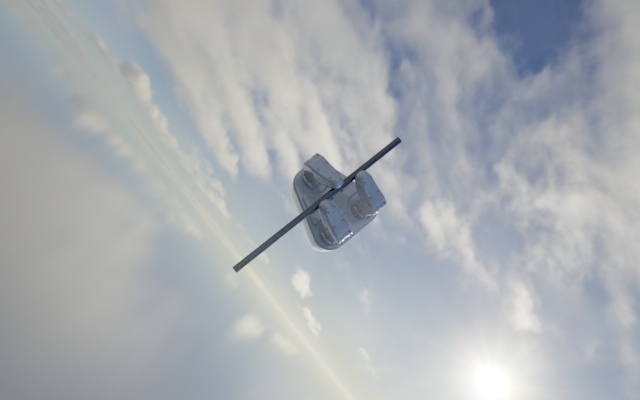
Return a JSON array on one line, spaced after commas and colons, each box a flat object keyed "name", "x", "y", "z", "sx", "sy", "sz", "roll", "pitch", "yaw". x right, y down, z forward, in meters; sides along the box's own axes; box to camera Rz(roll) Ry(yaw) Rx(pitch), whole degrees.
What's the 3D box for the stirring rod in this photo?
[{"name": "stirring rod", "x": 0.000, "y": 0.002, "z": 0.536, "sx": 0.239, "sy": 0.011, "sz": 0.011, "roll": -38, "pitch": 9, "yaw": -12}]
